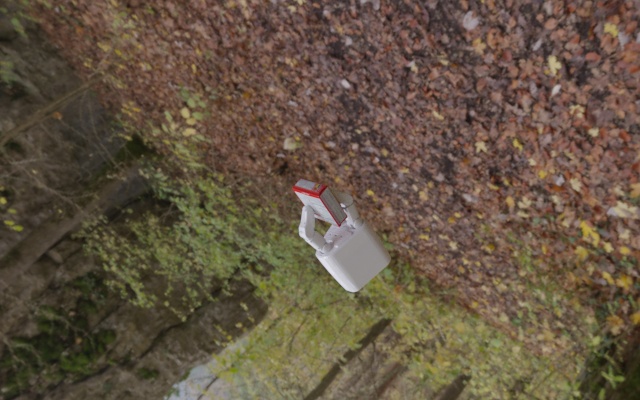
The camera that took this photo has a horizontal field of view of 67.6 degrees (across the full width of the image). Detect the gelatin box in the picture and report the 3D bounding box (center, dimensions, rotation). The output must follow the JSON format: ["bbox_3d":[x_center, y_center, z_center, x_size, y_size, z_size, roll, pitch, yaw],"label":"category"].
[{"bbox_3d":[0.000,0.003,0.866,0.073,0.030,0.089,18,-27,46],"label":"gelatin box"}]
